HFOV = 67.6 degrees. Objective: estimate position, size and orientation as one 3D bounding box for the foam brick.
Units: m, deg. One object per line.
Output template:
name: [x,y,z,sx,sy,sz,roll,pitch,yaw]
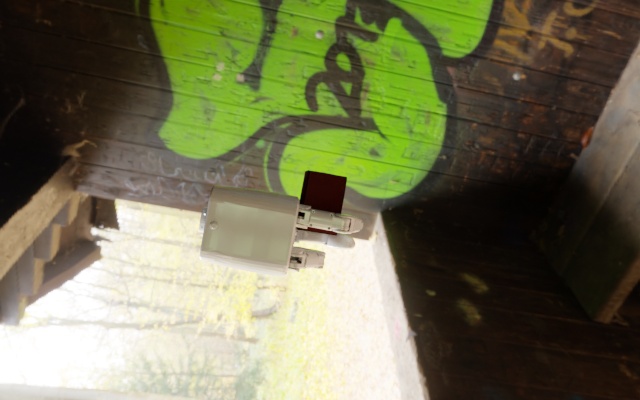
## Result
foam brick: [0.000,0.002,0.617,0.051,0.078,0.053,10,1,-6]
